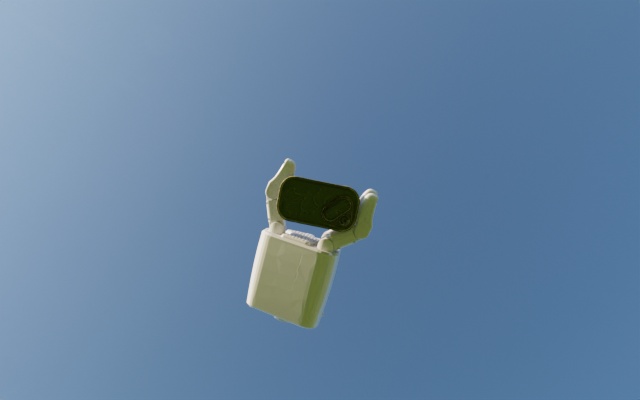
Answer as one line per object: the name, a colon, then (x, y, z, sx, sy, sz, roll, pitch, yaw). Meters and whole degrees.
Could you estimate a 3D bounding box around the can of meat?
can of meat: (0.000, 0.002, 0.632, 0.102, 0.057, 0.084, 11, 4, 4)
